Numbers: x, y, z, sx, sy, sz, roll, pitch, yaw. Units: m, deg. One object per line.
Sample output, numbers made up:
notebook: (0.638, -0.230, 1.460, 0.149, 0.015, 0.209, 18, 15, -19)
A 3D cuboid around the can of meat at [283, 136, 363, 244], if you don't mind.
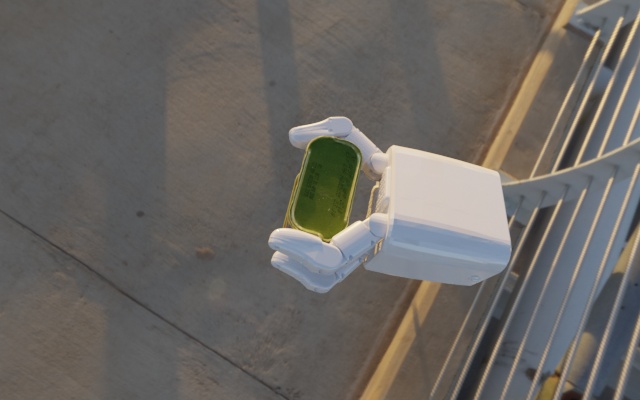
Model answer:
can of meat: (0.000, 0.001, 0.444, 0.057, 0.102, 0.084, 15, -22, -3)
